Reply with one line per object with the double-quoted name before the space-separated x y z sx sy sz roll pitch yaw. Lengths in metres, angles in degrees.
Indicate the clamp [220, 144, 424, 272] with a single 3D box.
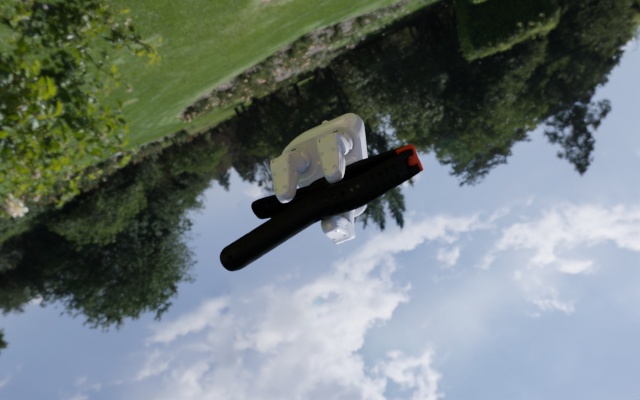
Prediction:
"clamp" 0.001 0.002 0.481 0.210 0.036 0.164 -22 16 16
